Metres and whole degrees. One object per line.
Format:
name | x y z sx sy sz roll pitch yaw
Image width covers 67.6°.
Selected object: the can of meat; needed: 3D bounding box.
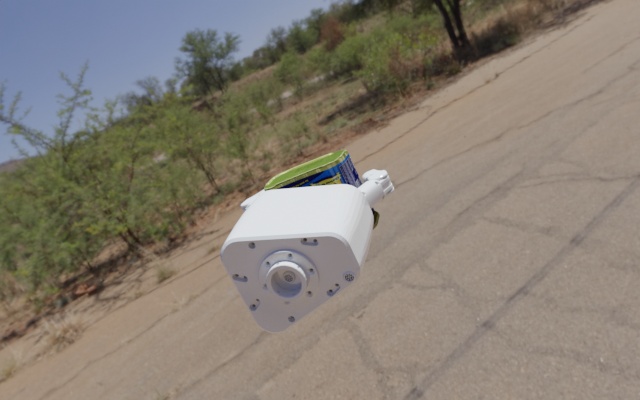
can of meat | 0.000 0.001 0.515 0.102 0.084 0.057 -20 16 20
